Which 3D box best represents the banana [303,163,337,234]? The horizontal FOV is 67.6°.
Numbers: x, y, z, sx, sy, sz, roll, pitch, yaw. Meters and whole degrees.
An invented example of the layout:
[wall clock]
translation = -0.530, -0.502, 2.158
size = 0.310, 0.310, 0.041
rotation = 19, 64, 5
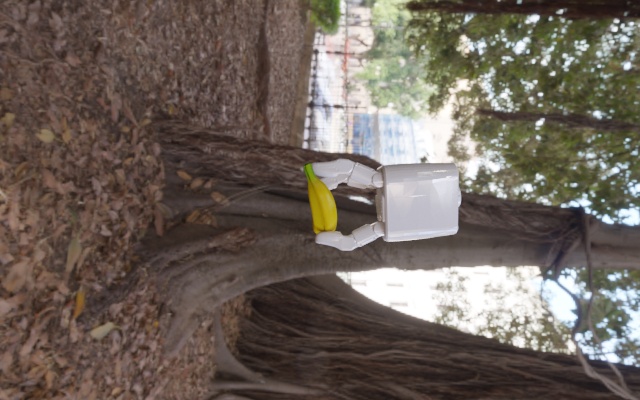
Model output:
[banana]
translation = 0.003, 0.017, 0.723
size = 0.037, 0.069, 0.198
rotation = -11, -26, -3
